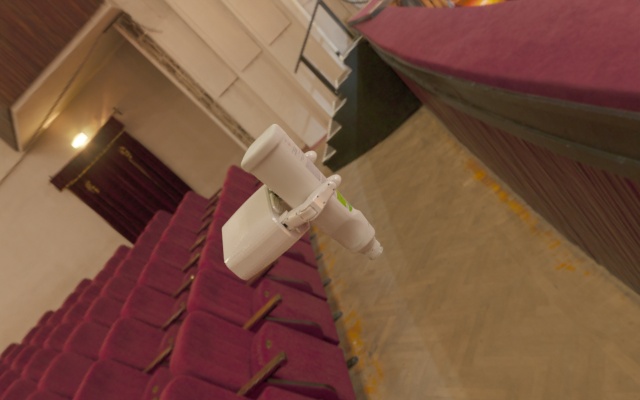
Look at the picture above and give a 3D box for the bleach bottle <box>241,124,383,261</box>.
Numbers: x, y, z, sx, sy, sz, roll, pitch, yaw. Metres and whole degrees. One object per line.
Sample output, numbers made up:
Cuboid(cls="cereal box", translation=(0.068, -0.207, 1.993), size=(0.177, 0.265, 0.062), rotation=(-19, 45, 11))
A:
Cuboid(cls="bleach bottle", translation=(0.000, 0.002, 0.699), size=(0.068, 0.251, 0.102), rotation=(-42, 17, 15))
